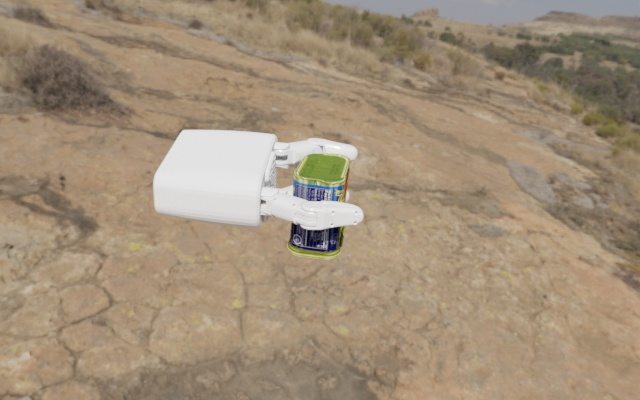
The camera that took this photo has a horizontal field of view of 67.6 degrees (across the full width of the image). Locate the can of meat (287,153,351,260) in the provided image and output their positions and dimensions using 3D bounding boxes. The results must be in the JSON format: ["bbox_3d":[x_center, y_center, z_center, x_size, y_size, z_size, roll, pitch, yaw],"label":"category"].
[{"bbox_3d":[0.000,0.001,0.512,0.057,0.084,0.102,7,22,5],"label":"can of meat"}]
